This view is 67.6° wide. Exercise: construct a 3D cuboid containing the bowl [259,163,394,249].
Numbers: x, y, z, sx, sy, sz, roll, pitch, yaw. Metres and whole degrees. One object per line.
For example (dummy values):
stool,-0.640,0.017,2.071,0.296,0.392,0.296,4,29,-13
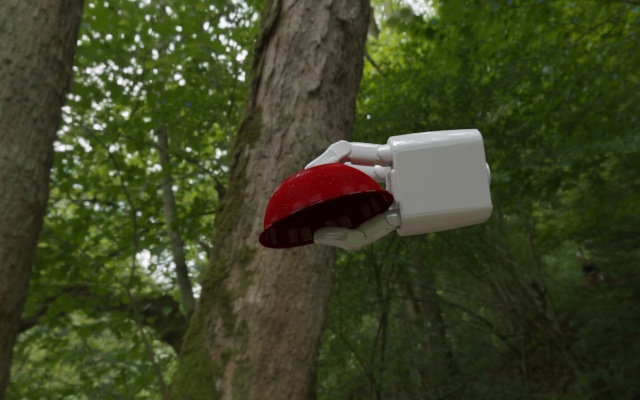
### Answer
bowl,-0.001,0.002,0.553,0.162,0.055,0.162,-17,-18,-6
